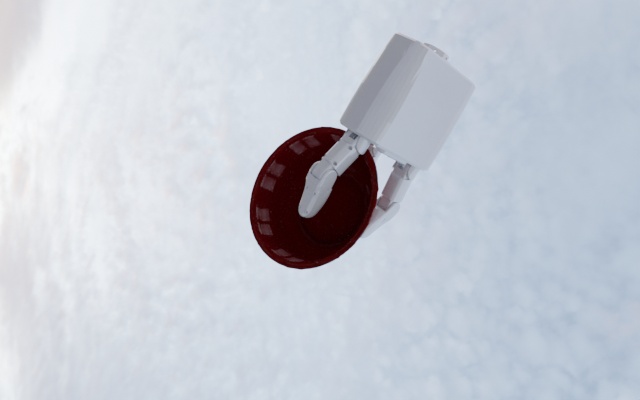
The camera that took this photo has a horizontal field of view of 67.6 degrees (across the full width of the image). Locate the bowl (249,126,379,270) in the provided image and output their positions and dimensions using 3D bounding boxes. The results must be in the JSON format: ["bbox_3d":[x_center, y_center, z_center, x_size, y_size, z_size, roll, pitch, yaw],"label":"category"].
[{"bbox_3d":[-0.001,0.003,0.536,0.162,0.162,0.055,0,-17,31],"label":"bowl"}]
